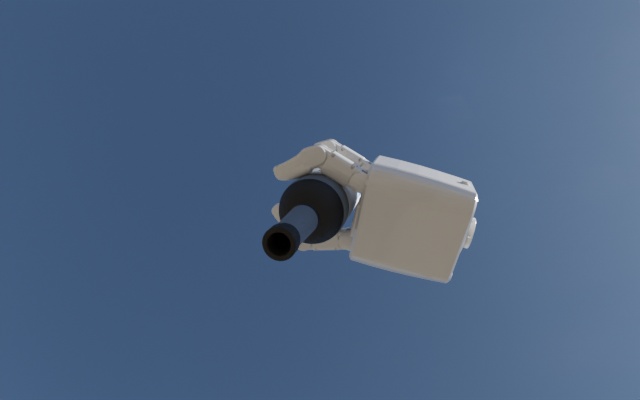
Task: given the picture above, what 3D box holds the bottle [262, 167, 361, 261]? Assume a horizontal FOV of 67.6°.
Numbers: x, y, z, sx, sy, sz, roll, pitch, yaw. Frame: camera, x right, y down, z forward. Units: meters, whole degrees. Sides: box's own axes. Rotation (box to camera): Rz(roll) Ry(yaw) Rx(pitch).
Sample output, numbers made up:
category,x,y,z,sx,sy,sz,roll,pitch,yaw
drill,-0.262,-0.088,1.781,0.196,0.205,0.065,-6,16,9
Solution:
category,x,y,z,sx,sy,sz,roll,pitch,yaw
bottle,0.000,0.002,0.501,0.069,0.069,0.295,0,12,13
